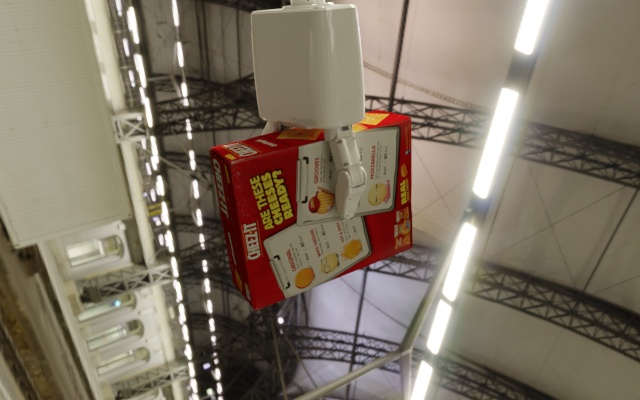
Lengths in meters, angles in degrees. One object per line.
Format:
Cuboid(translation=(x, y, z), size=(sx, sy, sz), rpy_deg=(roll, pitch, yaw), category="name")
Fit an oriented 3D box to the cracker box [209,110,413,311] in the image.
Cuboid(translation=(0.000, 0.002, 0.527), size=(0.213, 0.164, 0.072), rpy_deg=(-17, 26, -26), category="cracker box")
